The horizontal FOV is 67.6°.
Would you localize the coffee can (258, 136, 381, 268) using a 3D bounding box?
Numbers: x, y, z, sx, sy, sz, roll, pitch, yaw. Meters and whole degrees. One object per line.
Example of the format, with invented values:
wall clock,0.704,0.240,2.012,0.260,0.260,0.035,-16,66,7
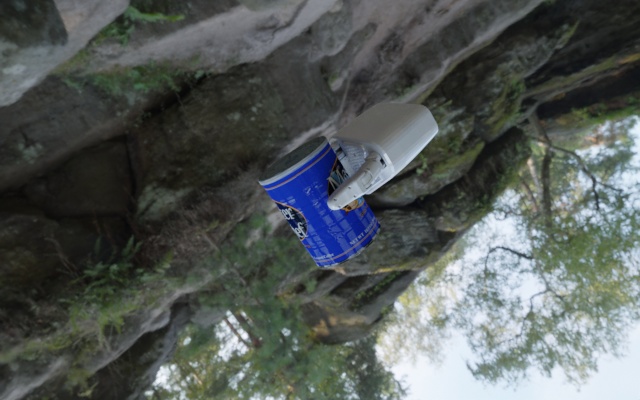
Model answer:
coffee can,0.000,0.002,0.625,0.103,0.140,0.102,-31,15,9
